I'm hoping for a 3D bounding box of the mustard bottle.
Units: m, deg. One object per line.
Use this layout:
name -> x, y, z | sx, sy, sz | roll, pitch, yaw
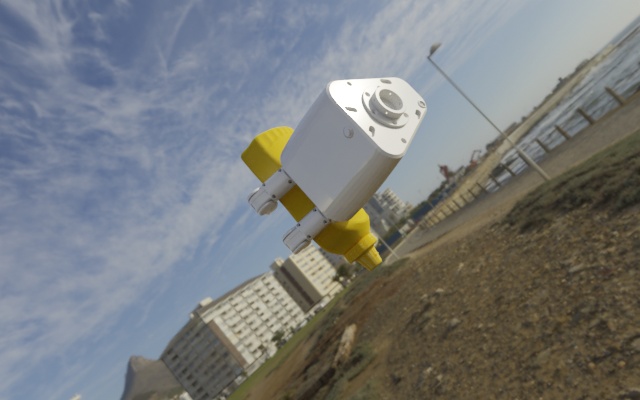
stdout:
mustard bottle -> 0.000, 0.002, 0.545 | 0.058, 0.191, 0.096 | -46, -9, 23
